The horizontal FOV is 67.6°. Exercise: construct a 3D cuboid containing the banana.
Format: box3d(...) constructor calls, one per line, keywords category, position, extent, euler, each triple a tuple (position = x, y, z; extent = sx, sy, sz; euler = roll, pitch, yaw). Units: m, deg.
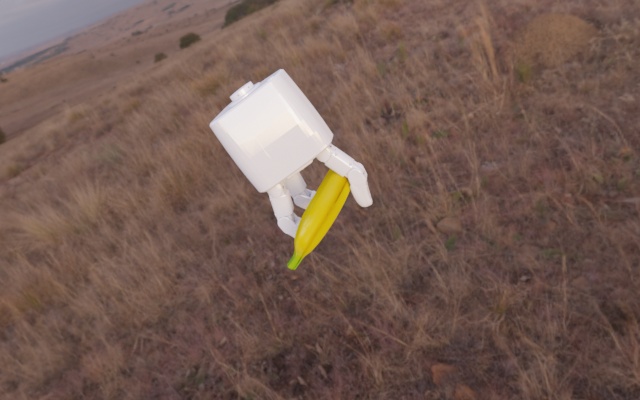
box3d(category="banana", position=(0.008, -0.003, 0.618), extent=(0.037, 0.197, 0.070), euler=(39, -38, -10))
